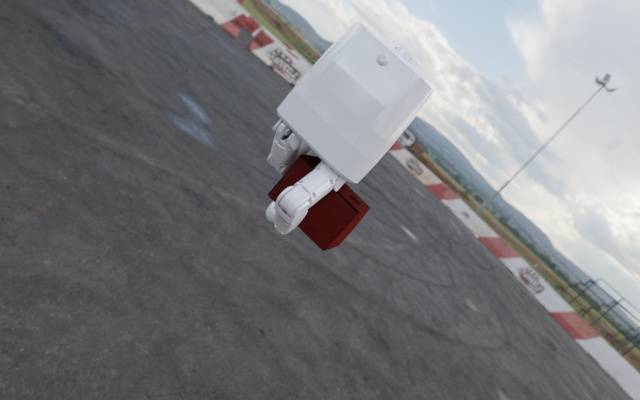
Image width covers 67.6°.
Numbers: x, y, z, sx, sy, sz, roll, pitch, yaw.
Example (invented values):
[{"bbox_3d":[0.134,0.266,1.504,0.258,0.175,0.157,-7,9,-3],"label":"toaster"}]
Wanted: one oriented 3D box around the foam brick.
[{"bbox_3d":[0.000,0.002,0.455,0.078,0.051,0.053,45,13,10],"label":"foam brick"}]
